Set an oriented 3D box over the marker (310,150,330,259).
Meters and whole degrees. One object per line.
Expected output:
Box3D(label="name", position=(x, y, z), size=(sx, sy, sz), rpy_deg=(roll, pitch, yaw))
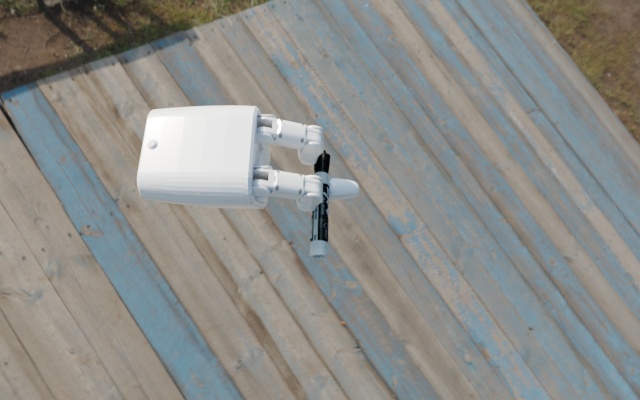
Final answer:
Box3D(label="marker", position=(0.000, 0.002, 0.509), size=(0.020, 0.121, 0.020), rpy_deg=(1, -21, 1))
